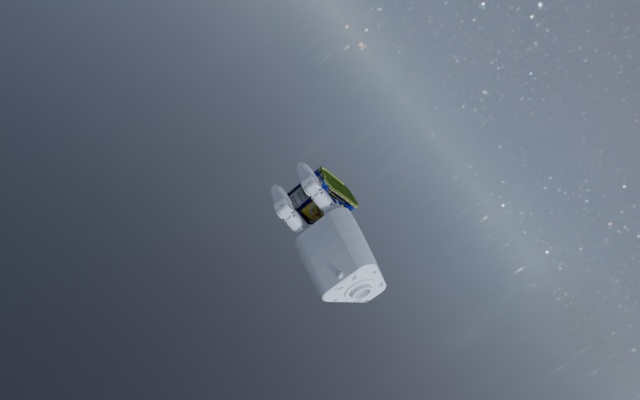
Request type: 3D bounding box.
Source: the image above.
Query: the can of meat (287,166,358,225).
[{"bbox_3d":[0.000,0.002,0.768,0.084,0.057,0.102,-38,-40,16],"label":"can of meat"}]
